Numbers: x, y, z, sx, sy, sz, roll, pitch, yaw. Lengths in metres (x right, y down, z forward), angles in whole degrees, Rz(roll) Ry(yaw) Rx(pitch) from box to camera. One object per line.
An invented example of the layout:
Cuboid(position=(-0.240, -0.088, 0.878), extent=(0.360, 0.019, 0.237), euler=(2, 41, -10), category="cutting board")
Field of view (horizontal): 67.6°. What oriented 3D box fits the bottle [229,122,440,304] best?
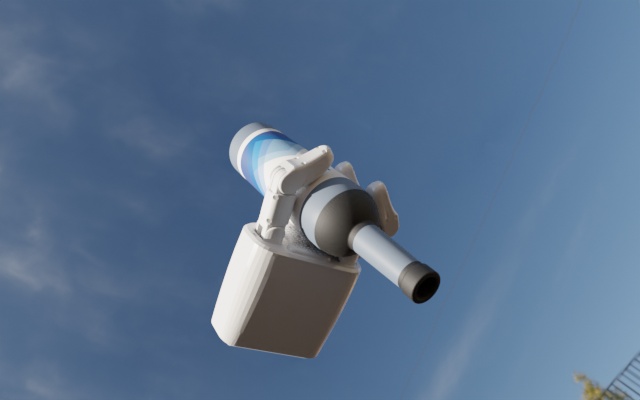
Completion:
Cuboid(position=(0.000, 0.001, 0.451), extent=(0.069, 0.069, 0.295), euler=(0, 25, -35), category="bottle")
